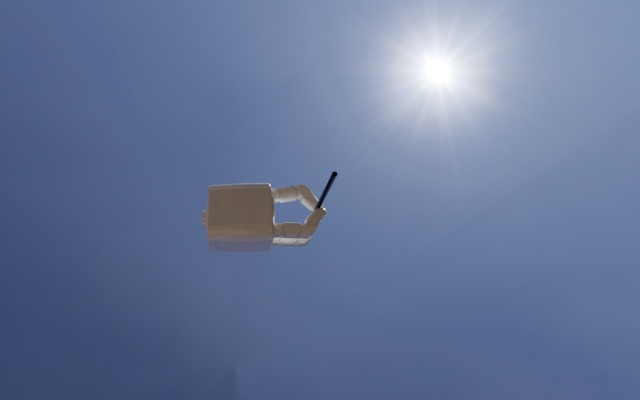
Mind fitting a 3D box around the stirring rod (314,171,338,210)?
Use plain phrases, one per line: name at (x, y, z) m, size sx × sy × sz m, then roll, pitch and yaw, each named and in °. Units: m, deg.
stirring rod at (0.000, 0.002, 0.780) m, size 0.011 × 0.011 × 0.240 m, roll 0°, pitch -19°, yaw -10°
